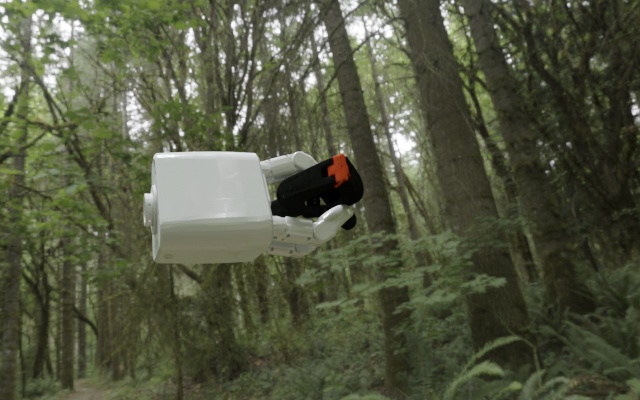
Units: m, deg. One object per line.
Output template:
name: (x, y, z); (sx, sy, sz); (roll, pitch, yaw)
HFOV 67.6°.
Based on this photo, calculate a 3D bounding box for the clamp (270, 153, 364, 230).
clamp: (0.000, 0.001, 0.549); (0.164, 0.036, 0.210); (0, -19, -24)
